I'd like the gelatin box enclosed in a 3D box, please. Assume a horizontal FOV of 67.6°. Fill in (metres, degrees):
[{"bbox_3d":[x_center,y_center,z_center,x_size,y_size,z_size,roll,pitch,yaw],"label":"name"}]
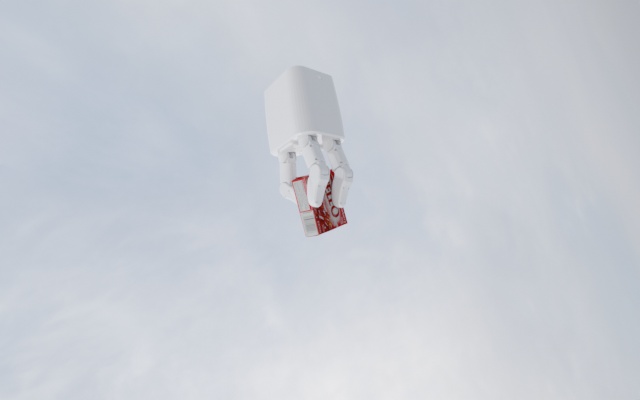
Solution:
[{"bbox_3d":[0.000,0.003,0.713,0.030,0.089,0.073,-11,4,39],"label":"gelatin box"}]
